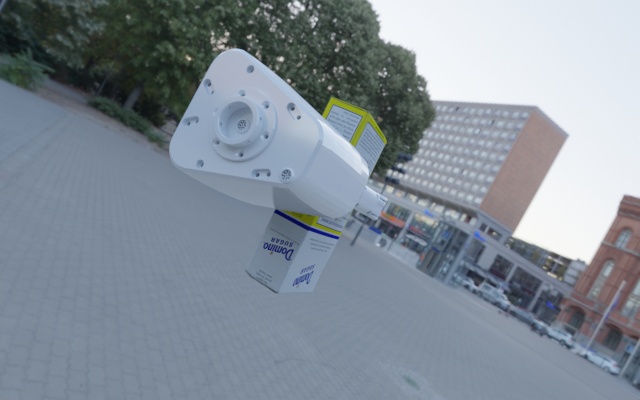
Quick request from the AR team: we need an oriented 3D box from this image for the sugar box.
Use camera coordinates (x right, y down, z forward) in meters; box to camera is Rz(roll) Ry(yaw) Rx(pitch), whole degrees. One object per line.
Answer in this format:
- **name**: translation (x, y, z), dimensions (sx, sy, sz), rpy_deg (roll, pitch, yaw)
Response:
- **sugar box**: translation (0.000, 0.001, 0.456), dimensions (0.048, 0.176, 0.093), rpy_deg (29, 0, 21)
